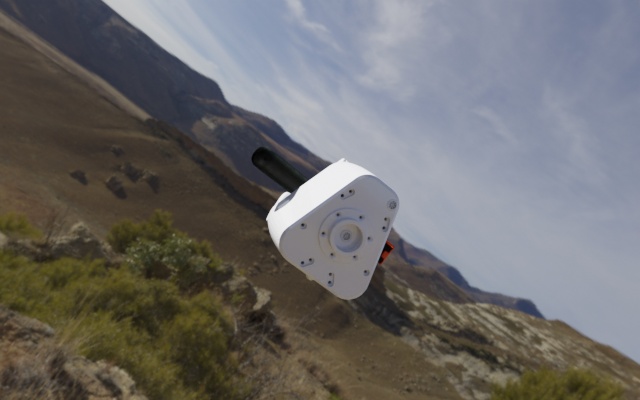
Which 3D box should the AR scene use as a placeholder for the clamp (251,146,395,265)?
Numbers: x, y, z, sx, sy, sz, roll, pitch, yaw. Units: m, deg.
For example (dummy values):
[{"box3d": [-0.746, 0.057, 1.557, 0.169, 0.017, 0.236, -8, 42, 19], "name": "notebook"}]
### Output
[{"box3d": [0.001, 0.002, 0.589, 0.210, 0.036, 0.164, 38, 1, -13], "name": "clamp"}]
